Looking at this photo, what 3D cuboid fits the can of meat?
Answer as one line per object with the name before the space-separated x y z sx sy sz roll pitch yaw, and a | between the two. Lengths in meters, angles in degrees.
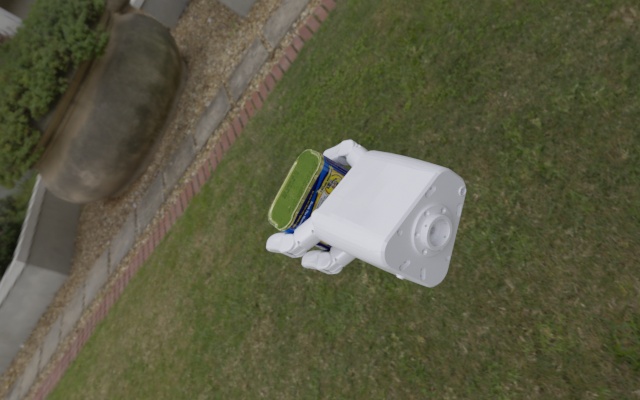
can of meat | 0.000 0.002 0.550 0.084 0.102 0.057 27 1 -36
